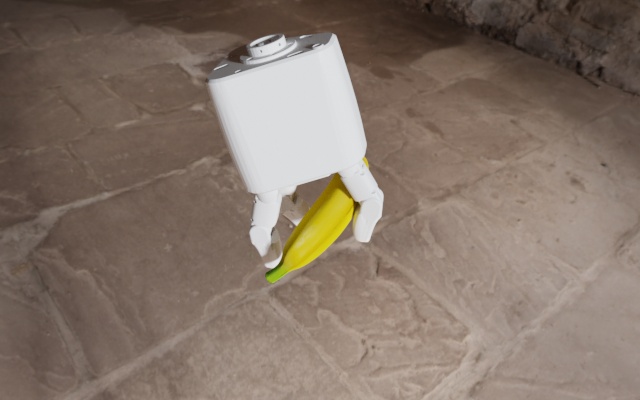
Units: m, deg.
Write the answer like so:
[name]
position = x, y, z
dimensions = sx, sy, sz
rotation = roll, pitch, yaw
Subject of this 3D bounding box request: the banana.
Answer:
[banana]
position = 0.011, 0.001, 0.489
dimensions = 0.069, 0.037, 0.197
rotation = -13, 30, 45
